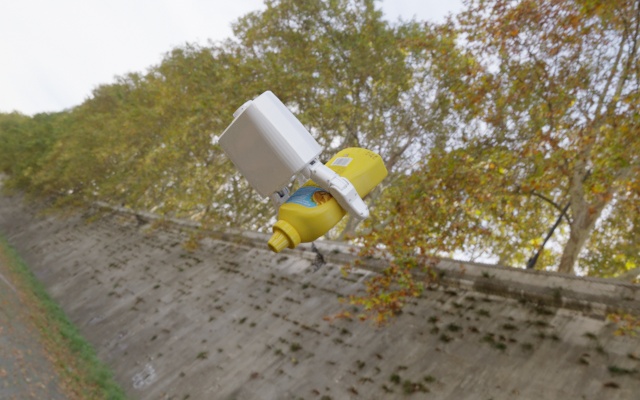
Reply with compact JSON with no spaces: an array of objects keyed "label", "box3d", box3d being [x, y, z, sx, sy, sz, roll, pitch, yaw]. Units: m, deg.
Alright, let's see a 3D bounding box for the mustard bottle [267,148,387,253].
[{"label":"mustard bottle","box3d":[0.000,0.002,0.651,0.191,0.058,0.096,-43,32,-27]}]
